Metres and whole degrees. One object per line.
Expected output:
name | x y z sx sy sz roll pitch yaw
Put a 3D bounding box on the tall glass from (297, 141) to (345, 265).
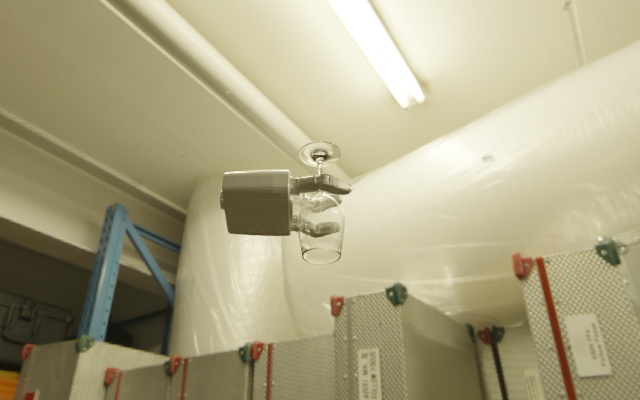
tall glass | 0.000 0.002 0.794 0.079 0.201 0.079 -1 -31 -1
